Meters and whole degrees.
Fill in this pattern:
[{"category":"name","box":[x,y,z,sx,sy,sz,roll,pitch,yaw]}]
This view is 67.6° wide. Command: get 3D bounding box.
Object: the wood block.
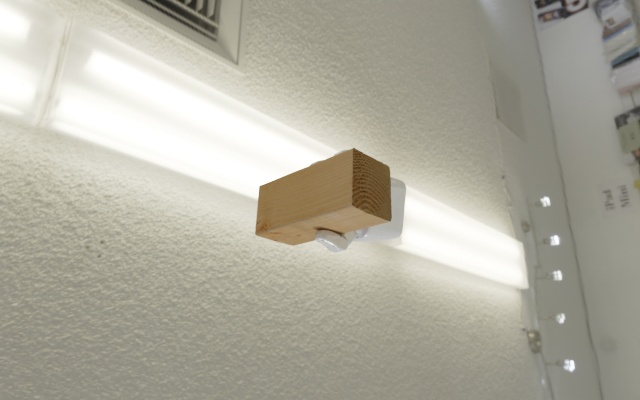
[{"category":"wood block","box":[0.000,0.003,0.742,0.206,0.090,0.090,-18,-29,41]}]
